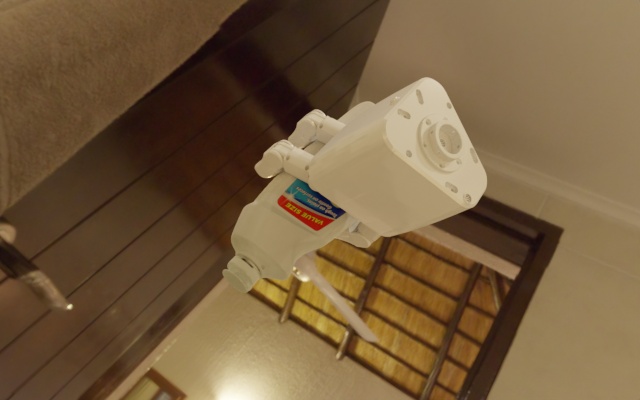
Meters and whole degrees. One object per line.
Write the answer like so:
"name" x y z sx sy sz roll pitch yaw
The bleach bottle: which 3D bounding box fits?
"bleach bottle" 0.000 0.002 0.495 0.250 0.102 0.068 -47 10 -33
